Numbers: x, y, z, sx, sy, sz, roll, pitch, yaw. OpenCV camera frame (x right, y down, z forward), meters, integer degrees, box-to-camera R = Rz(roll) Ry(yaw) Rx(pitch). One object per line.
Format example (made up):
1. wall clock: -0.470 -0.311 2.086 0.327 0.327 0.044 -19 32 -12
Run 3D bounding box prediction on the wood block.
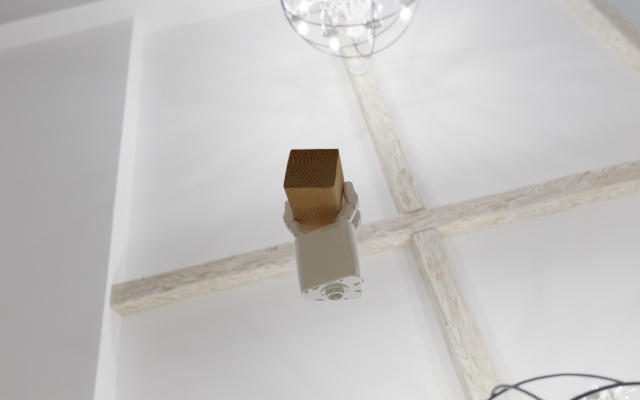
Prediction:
1. wood block: 0.000 0.003 0.899 0.091 0.090 0.206 0 -36 11
